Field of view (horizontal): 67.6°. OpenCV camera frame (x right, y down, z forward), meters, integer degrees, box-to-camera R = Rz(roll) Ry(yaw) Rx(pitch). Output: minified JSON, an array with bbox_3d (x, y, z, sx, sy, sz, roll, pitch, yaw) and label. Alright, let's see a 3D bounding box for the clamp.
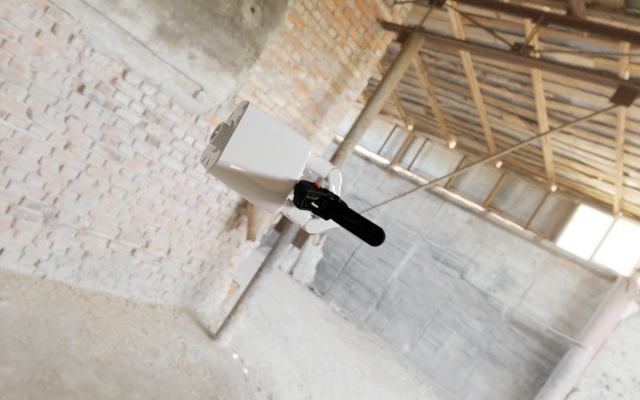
[{"bbox_3d":[0.000,0.001,0.602,0.120,0.039,0.171,33,0,-27],"label":"clamp"}]
